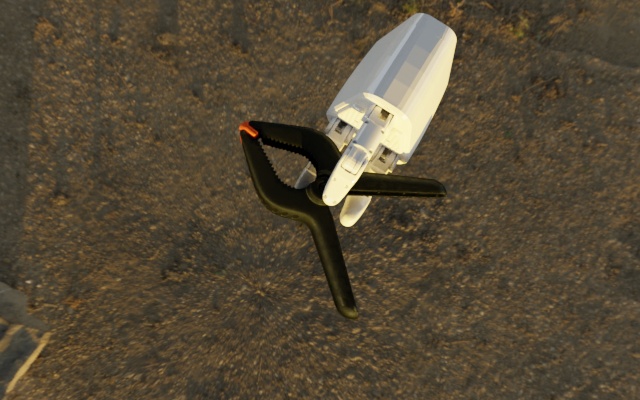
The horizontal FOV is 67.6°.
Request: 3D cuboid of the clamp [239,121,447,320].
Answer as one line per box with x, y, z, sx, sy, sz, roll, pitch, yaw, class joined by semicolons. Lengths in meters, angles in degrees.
0.000;0.001;0.465;0.210;0.164;0.036;32;-15;0;clamp
